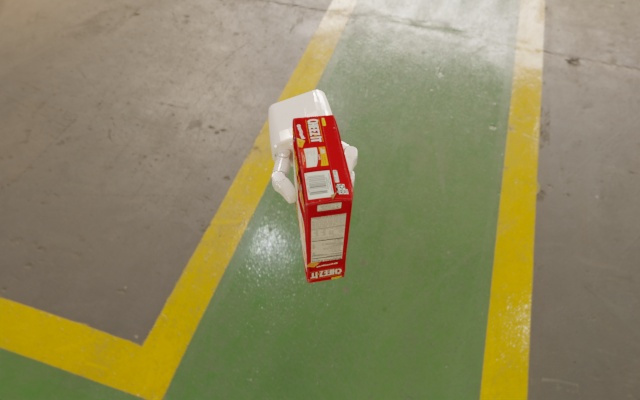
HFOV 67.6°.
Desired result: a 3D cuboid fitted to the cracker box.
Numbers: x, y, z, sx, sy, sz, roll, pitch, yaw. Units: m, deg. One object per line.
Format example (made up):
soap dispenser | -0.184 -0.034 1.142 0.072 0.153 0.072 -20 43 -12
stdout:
cracker box | 0.000 0.002 0.738 0.072 0.164 0.214 -6 -37 -5
